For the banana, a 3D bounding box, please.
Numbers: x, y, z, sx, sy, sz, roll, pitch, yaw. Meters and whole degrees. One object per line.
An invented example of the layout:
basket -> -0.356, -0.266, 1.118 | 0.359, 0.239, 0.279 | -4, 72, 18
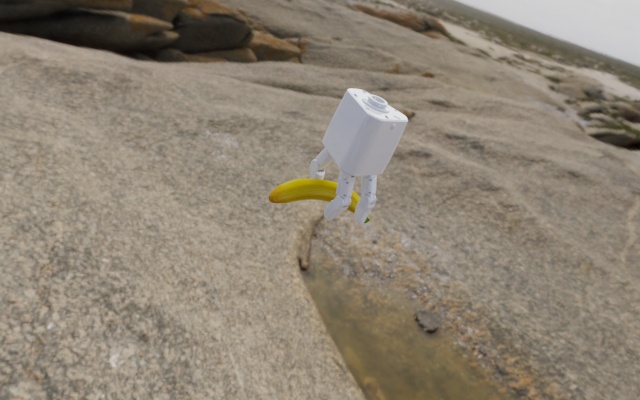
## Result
banana -> 0.000, -0.009, 0.847 | 0.198, 0.037, 0.069 | 12, 38, -24
